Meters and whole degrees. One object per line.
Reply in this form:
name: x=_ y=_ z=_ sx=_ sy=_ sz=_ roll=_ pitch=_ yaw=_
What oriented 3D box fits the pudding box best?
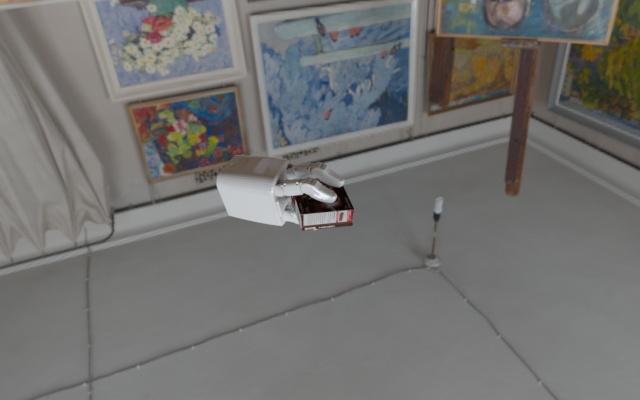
pudding box: x=0.000 y=0.003 z=0.810 sx=0.090 sy=0.039 sz=0.113 roll=-6 pitch=35 yaw=-10
